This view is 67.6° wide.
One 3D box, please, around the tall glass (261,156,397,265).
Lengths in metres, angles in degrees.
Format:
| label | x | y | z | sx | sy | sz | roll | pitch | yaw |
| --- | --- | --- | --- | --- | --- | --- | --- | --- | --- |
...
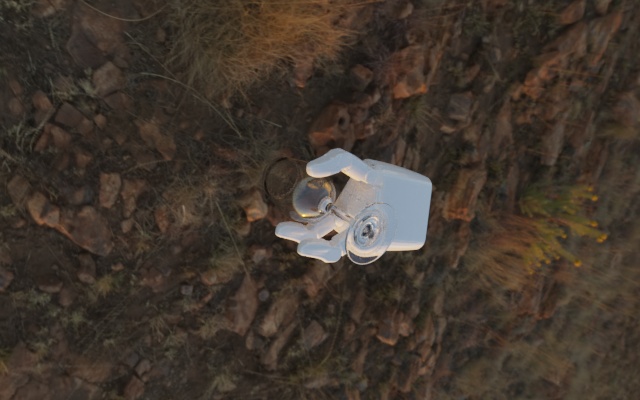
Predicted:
| label | x | y | z | sx | sy | sz | roll | pitch | yaw |
| --- | --- | --- | --- | --- | --- | --- | --- | --- | --- |
| tall glass | 0.000 | 0.002 | 0.595 | 0.079 | 0.079 | 0.201 | 0 | 21 | -38 |
